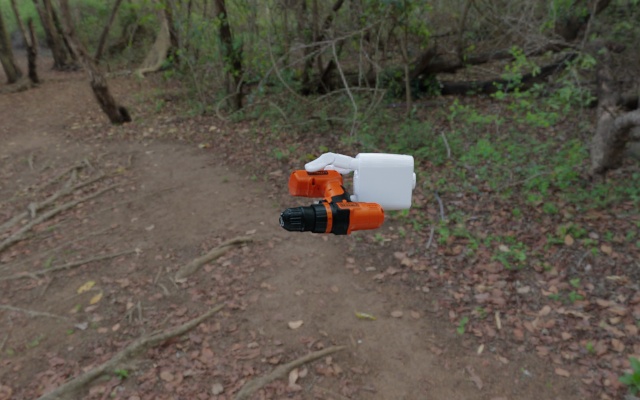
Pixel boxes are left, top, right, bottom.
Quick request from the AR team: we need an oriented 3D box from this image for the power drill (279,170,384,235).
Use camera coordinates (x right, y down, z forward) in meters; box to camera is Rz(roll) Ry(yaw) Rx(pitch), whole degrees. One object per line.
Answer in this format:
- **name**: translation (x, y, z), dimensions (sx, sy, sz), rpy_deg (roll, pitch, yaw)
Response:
- **power drill**: translation (0.000, 0.003, 0.866), dimensions (0.184, 0.057, 0.187), rpy_deg (0, 26, -19)
